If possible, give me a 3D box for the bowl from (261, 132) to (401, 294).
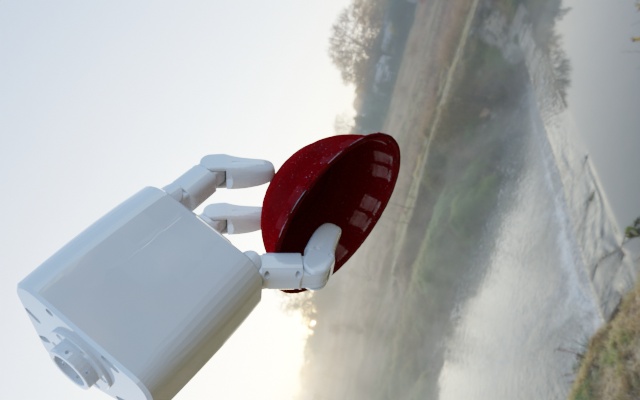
[{"bbox_3d":[0.001,0.001,0.422,0.055,0.162,0.162,36,18,27],"label":"bowl"}]
